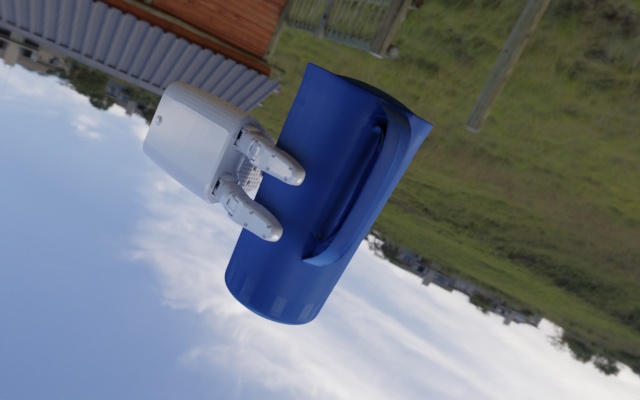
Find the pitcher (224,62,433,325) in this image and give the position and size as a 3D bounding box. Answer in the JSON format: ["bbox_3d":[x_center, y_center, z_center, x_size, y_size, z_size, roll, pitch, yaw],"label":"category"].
[{"bbox_3d":[0.000,0.001,0.469,0.145,0.243,0.149,31,13,22],"label":"pitcher"}]
